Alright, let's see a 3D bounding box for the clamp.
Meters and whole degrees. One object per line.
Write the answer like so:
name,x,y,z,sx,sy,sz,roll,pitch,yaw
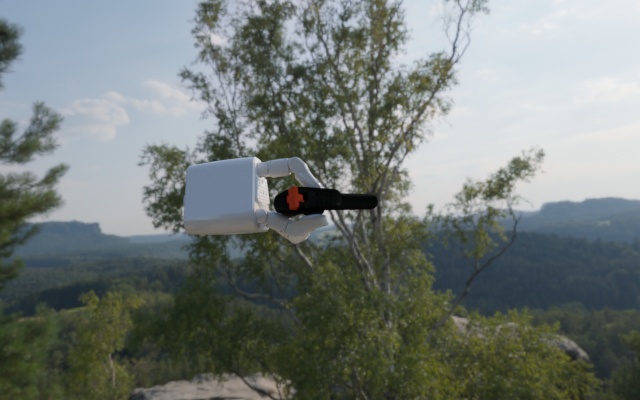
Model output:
clamp,0.000,0.001,0.689,0.164,0.036,0.210,-6,-5,6
